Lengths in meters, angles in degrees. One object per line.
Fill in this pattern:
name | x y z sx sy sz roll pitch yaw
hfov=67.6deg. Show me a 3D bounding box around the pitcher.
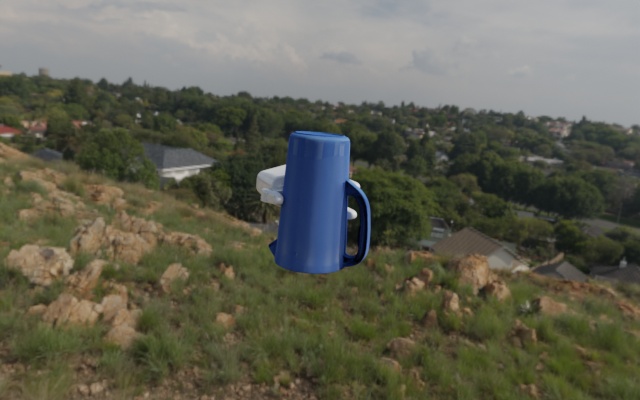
pitcher | 0.000 0.003 0.858 0.149 0.243 0.145 -1 12 -25
